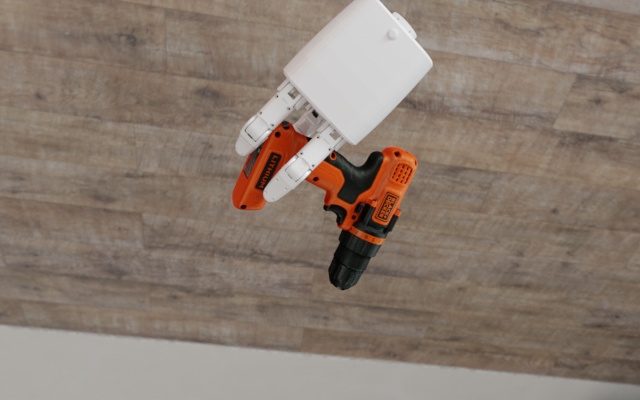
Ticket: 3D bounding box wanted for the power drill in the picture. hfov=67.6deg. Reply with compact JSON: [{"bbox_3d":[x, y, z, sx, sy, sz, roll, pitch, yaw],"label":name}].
[{"bbox_3d":[0.000,0.001,0.542,0.188,0.184,0.057,20,10,-24],"label":"power drill"}]
